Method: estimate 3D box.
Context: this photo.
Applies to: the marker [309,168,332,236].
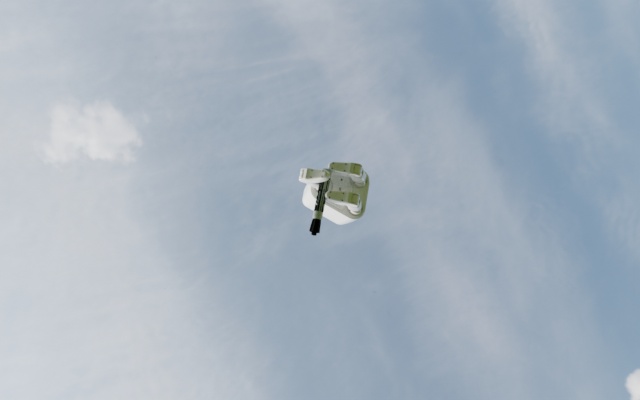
[{"bbox_3d":[0.000,0.003,0.843,0.020,0.121,0.020,11,-13,3],"label":"marker"}]
